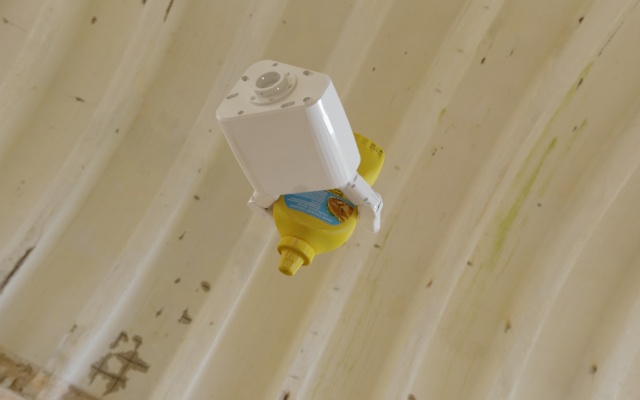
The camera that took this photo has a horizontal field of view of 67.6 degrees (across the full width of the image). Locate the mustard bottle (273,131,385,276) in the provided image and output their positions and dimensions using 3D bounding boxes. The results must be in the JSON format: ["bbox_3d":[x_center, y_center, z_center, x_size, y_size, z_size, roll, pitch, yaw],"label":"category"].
[{"bbox_3d":[0.000,0.002,0.552,0.096,0.191,0.058,22,-31,8],"label":"mustard bottle"}]
